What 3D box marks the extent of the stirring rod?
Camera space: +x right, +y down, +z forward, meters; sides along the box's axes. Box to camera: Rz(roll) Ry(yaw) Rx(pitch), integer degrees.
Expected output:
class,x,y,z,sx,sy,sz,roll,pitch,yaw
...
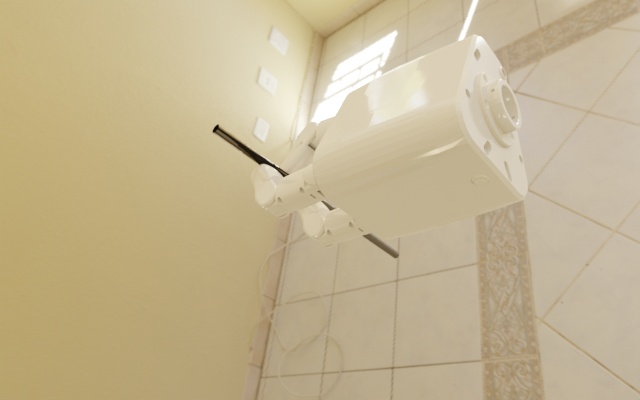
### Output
class,x,y,z,sx,sy,sz,roll,pitch,yaw
stirring rod,0.000,0.001,0.434,0.240,0.011,0.011,35,-22,-36
